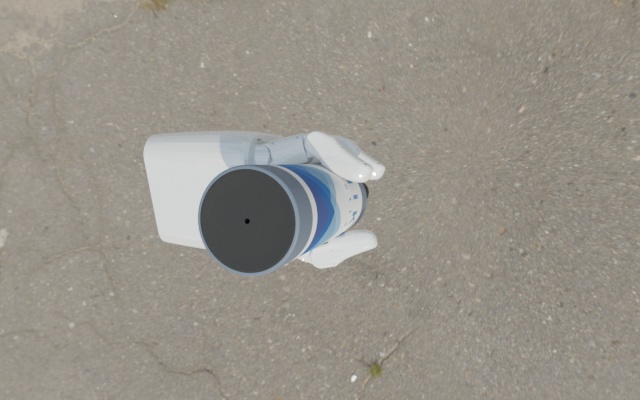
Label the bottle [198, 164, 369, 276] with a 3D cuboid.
[{"bbox_3d":[0.000,0.001,0.420,0.069,0.069,0.295,0,4,17],"label":"bottle"}]
